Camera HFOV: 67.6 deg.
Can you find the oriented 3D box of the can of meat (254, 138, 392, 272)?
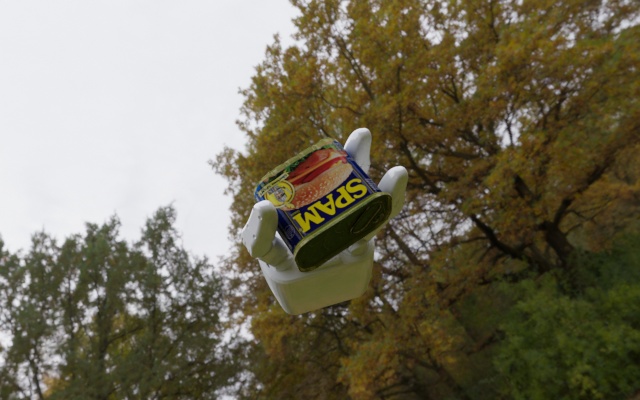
[{"bbox_3d":[0.000,0.001,0.440,0.102,0.084,0.057,-32,-30,-10],"label":"can of meat"}]
